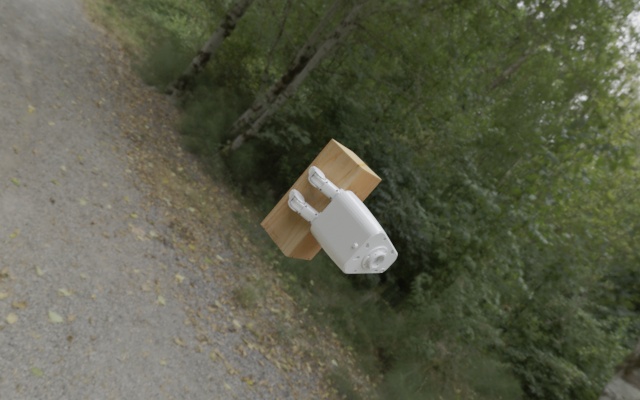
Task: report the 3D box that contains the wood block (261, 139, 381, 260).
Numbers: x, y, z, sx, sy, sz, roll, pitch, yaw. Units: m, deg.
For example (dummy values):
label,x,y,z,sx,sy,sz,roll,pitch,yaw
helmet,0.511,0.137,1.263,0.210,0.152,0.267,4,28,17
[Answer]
label,x,y,z,sx,sy,sz,roll,pitch,yaw
wood block,0.001,0.003,0.878,0.090,0.206,0.091,48,13,29
